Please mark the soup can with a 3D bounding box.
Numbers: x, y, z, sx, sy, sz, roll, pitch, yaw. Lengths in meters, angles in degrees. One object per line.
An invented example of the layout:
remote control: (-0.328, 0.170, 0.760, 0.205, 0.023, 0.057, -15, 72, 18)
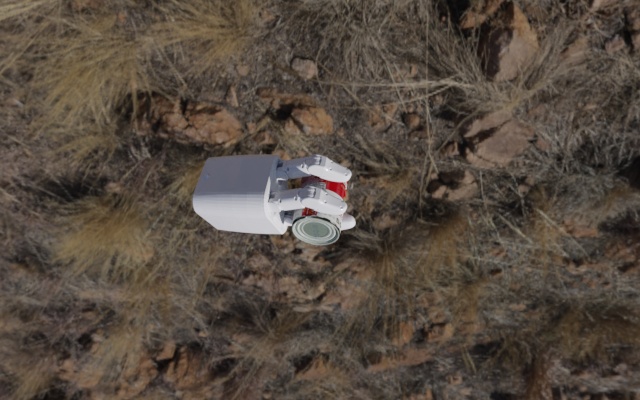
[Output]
soup can: (0.001, 0.002, 0.666, 0.068, 0.102, 0.069, 6, -37, 5)
